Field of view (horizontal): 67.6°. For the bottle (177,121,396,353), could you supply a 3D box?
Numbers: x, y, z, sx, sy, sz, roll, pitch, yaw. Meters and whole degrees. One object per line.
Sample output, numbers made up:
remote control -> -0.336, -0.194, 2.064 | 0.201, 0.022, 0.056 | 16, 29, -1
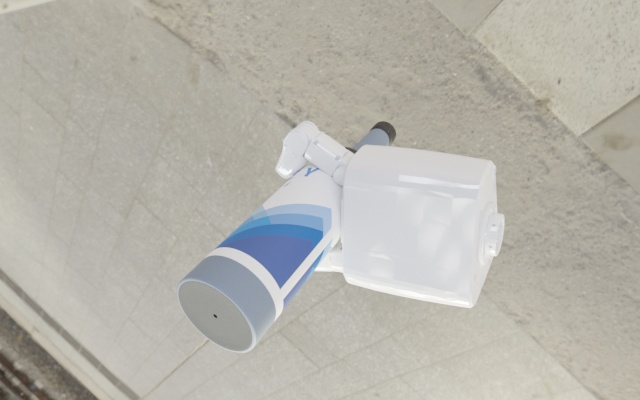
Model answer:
bottle -> 0.000, 0.001, 0.422 | 0.069, 0.069, 0.295 | 0, 31, 34
